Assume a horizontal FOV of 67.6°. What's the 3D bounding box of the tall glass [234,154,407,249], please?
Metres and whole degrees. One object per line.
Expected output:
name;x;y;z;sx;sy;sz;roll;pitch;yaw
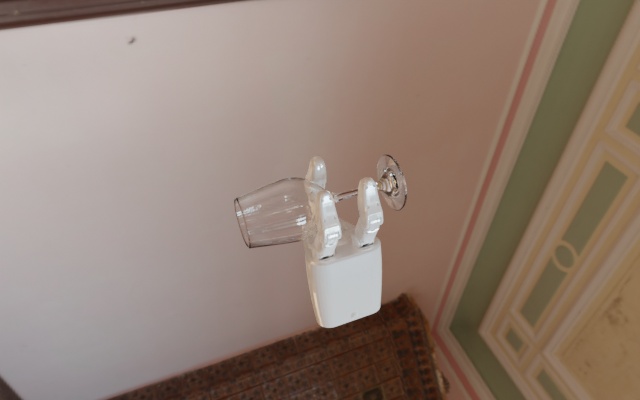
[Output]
tall glass;0.001;0.002;0.585;0.201;0.079;0.079;-15;4;-17
